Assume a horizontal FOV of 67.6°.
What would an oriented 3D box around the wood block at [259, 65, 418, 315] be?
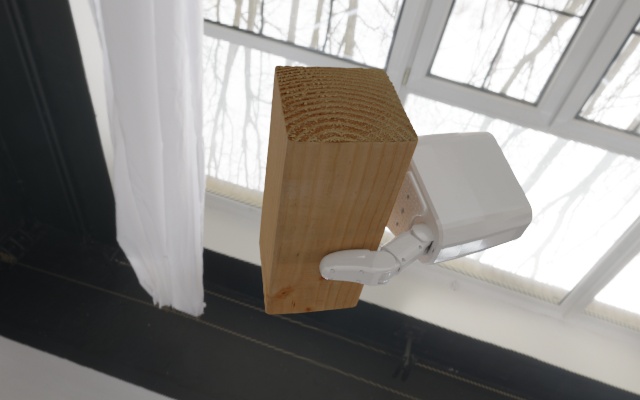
[{"bbox_3d":[0.000,0.002,0.404,0.090,0.090,0.206,-2,-44,-13],"label":"wood block"}]
